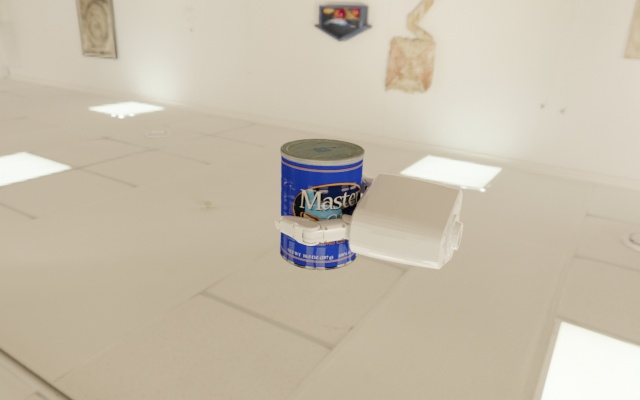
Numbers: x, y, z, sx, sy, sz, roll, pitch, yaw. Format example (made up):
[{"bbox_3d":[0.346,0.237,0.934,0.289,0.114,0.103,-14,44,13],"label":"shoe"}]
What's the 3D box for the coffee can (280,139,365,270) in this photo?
[{"bbox_3d":[0.000,0.002,0.604,0.103,0.140,0.102,2,21,-1],"label":"coffee can"}]
